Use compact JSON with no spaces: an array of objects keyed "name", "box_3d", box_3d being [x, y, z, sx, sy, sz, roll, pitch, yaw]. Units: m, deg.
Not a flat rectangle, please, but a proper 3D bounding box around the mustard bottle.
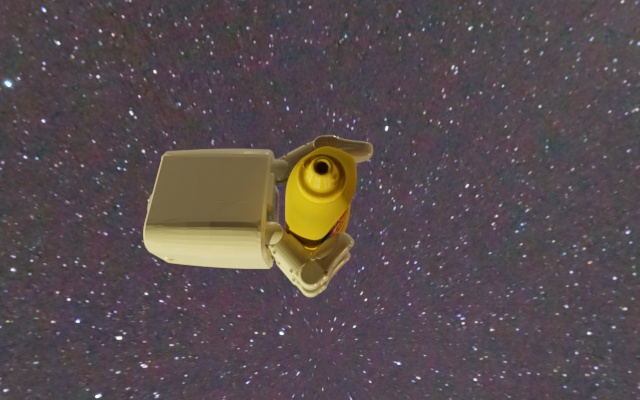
[{"name":"mustard bottle","box_3d":[0.000,0.002,0.458,0.058,0.096,0.192,25,-15,7]}]
